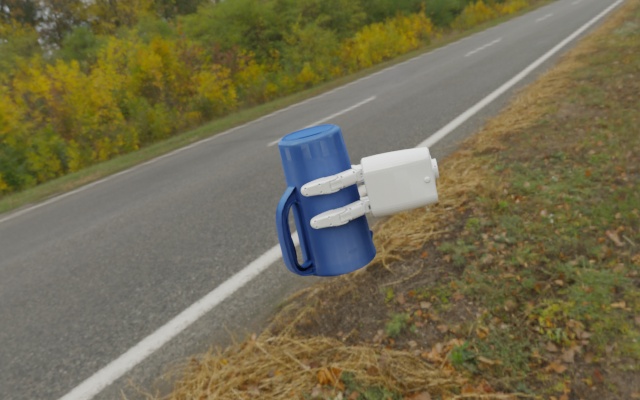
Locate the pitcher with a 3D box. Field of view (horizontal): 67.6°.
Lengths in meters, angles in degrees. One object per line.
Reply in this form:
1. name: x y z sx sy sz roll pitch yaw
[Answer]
1. pitcher: 0.000 0.003 0.817 0.145 0.243 0.149 -11 17 12
